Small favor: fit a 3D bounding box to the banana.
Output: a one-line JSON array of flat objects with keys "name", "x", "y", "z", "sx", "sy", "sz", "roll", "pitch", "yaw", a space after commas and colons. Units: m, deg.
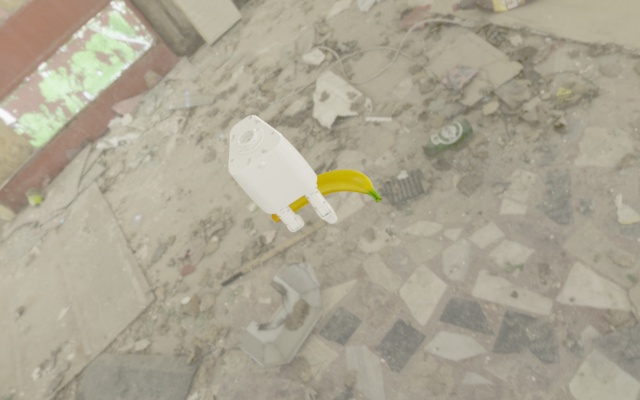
[{"name": "banana", "x": 0.003, "y": -0.014, "z": 0.815, "sx": 0.198, "sy": 0.069, "sz": 0.037, "roll": -13, "pitch": -34, "yaw": 20}]
